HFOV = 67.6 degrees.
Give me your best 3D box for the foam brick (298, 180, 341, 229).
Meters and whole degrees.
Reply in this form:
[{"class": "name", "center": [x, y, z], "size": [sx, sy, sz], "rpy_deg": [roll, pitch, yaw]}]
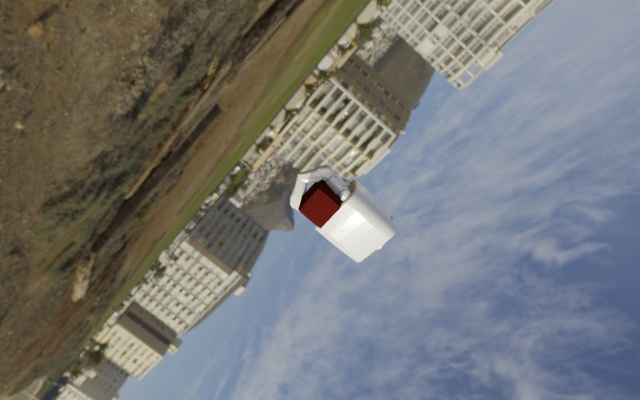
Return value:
[{"class": "foam brick", "center": [0.000, 0.003, 0.811], "size": [0.051, 0.053, 0.078], "rpy_deg": [42, 15, -9]}]
